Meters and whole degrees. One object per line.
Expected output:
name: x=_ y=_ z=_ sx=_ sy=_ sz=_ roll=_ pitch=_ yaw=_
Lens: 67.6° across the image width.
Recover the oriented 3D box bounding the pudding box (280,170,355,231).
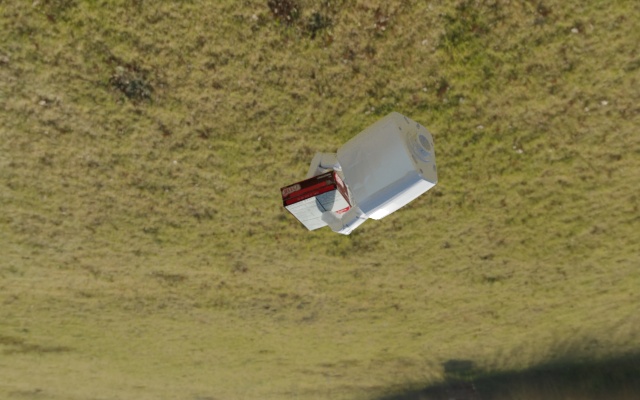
pudding box: x=0.000 y=0.003 z=0.752 sx=0.090 sy=0.039 sz=0.113 roll=-17 pitch=-30 yaw=13
